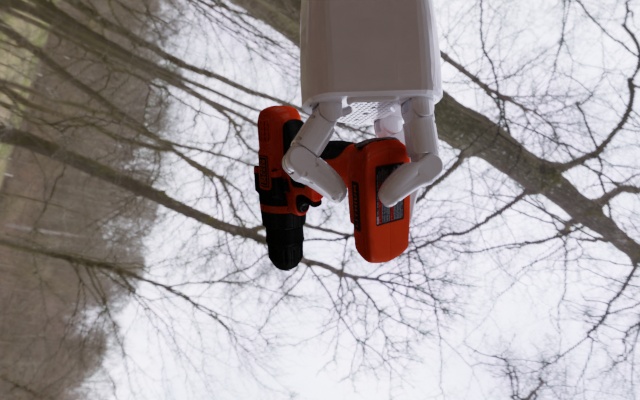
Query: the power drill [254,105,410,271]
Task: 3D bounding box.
[{"bbox_3d":[0.000,0.001,0.471,0.057,0.184,0.187,-16,20,-38],"label":"power drill"}]
